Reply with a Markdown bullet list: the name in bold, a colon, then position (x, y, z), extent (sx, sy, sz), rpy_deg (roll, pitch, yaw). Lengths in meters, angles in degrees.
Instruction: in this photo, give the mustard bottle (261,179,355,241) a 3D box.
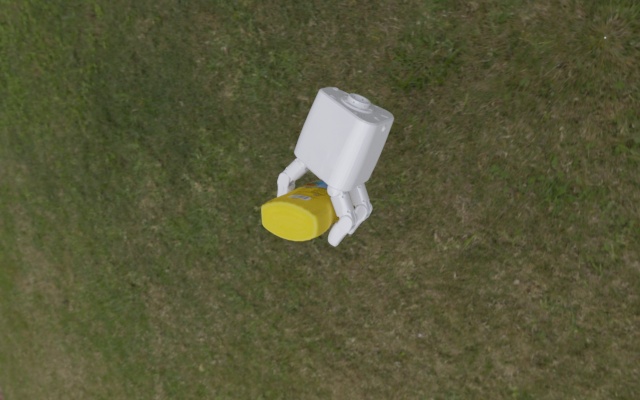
- **mustard bottle**: position (0.000, 0.003, 0.738), extent (0.096, 0.058, 0.191), rpy_deg (8, 21, 28)
